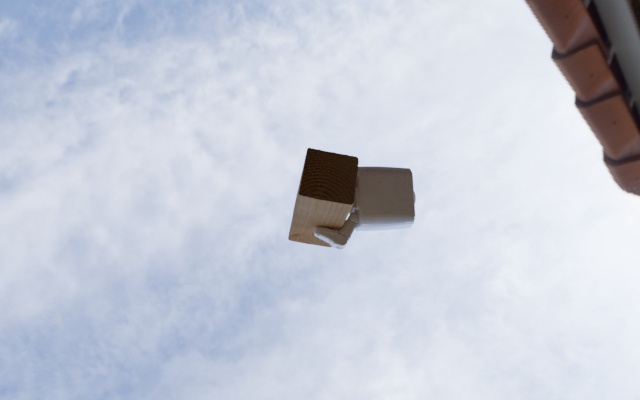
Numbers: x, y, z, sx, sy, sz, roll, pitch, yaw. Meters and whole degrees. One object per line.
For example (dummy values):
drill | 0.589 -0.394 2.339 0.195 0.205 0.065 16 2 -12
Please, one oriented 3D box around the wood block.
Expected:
wood block | 0.000 0.003 0.854 0.090 0.090 0.206 10 -26 -4
